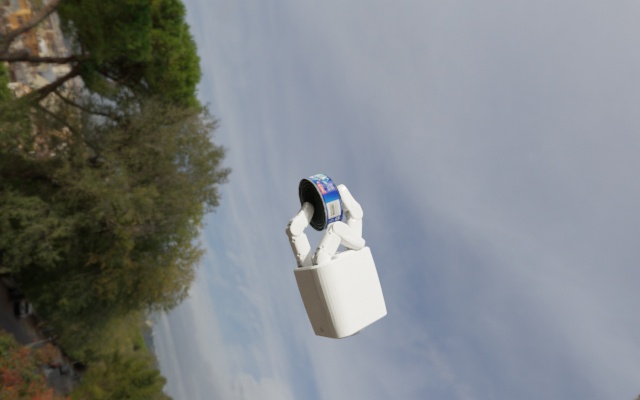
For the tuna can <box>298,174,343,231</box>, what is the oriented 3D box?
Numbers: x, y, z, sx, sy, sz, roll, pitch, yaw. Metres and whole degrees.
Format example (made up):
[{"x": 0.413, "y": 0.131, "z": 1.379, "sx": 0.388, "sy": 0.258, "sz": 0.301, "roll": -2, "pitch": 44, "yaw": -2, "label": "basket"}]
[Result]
[{"x": 0.001, "y": 0.002, "z": 0.743, "sx": 0.034, "sy": 0.086, "sz": 0.086, "roll": -19, "pitch": 8, "yaw": -24, "label": "tuna can"}]
